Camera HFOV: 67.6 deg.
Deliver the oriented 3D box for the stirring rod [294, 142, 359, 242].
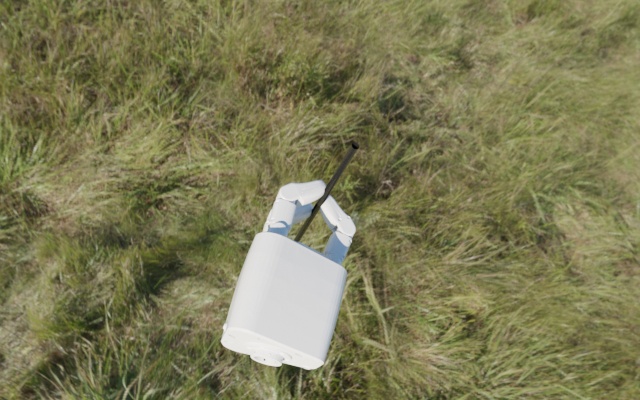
[{"bbox_3d":[0.000,0.002,0.568,0.011,0.011,0.240,0,-27,-19],"label":"stirring rod"}]
